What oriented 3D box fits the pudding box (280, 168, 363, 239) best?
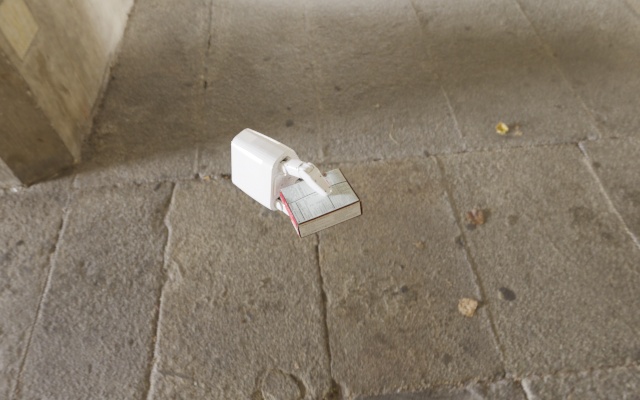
[{"bbox_3d":[0.000,0.002,0.779,0.113,0.090,0.039,-22,-41,-9],"label":"pudding box"}]
